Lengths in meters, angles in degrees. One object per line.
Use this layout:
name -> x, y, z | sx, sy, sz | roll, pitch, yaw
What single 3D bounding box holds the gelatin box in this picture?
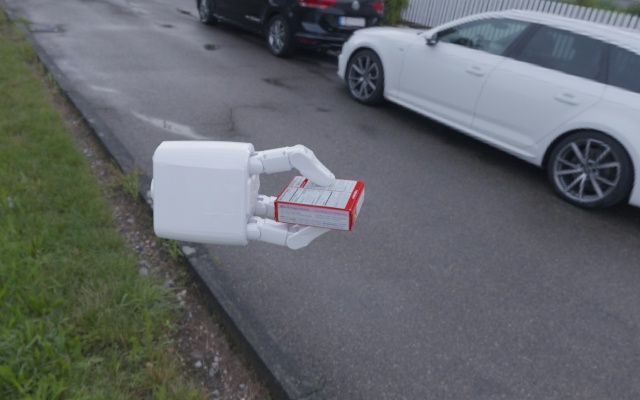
gelatin box -> 0.000, 0.001, 0.545 | 0.089, 0.030, 0.073 | 5, 28, 14
